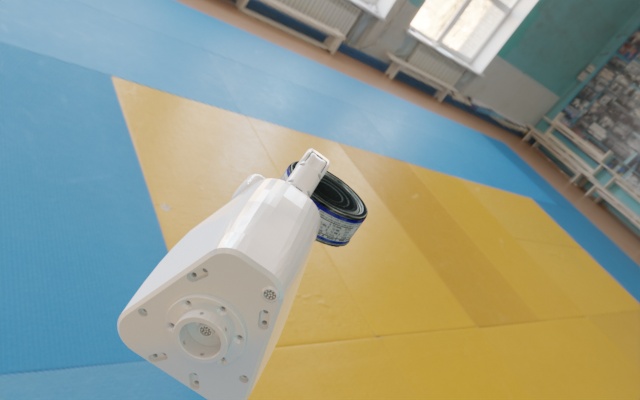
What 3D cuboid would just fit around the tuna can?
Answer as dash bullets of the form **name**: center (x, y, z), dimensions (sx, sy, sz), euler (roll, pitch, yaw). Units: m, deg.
- **tuna can**: center (0.000, 0.001, 0.437), dimensions (0.086, 0.034, 0.086), euler (30, 21, -13)
